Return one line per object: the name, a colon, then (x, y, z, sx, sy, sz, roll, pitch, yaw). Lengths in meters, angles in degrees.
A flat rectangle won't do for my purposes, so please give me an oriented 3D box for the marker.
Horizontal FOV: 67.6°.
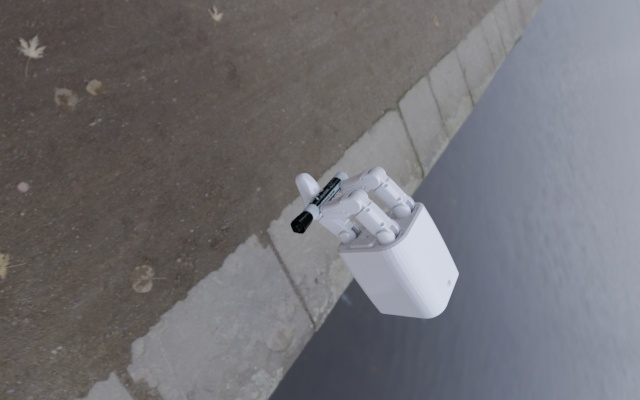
marker: (0.000, 0.002, 0.569, 0.020, 0.020, 0.121, 0, 31, 33)
